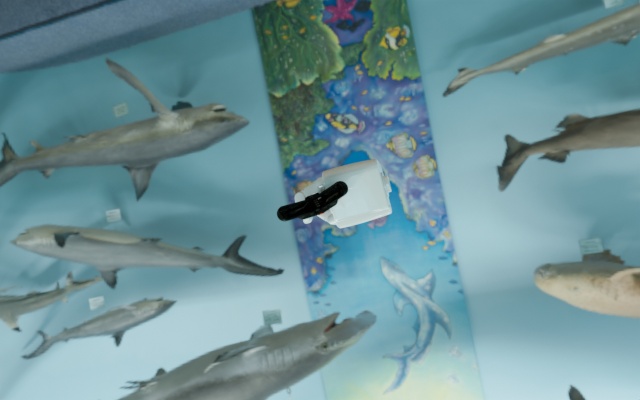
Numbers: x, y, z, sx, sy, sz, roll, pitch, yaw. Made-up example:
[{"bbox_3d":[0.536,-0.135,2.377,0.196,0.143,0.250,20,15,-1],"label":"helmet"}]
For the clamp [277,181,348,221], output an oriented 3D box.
[{"bbox_3d":[0.000,0.003,0.821,0.120,0.039,0.171,-19,-3,10],"label":"clamp"}]
